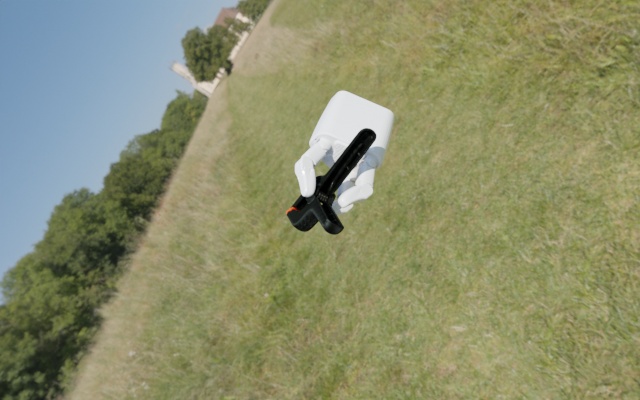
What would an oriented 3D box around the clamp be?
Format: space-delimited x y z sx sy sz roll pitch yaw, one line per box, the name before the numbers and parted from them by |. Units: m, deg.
clamp | -0.001 0.002 0.696 0.036 0.164 0.210 31 -35 -16
